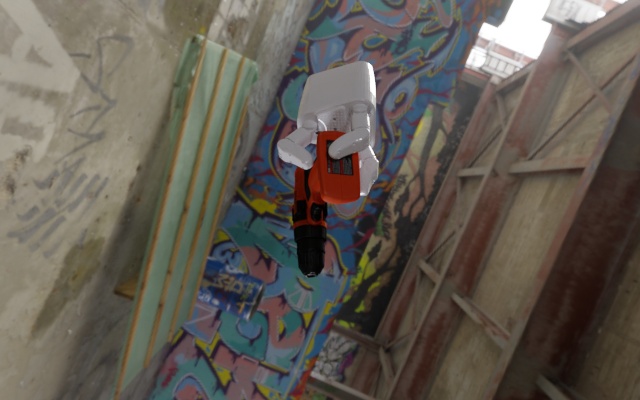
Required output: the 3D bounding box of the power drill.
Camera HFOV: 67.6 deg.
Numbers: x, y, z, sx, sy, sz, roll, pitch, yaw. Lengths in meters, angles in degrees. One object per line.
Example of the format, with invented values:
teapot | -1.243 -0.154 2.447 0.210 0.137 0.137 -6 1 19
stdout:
power drill | 0.000 0.002 0.683 0.057 0.184 0.188 3 -24 -17
